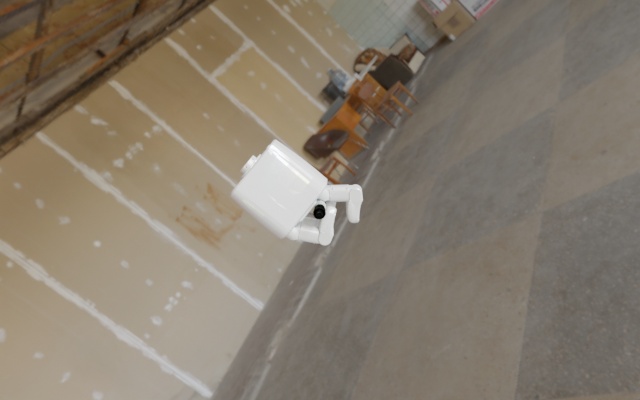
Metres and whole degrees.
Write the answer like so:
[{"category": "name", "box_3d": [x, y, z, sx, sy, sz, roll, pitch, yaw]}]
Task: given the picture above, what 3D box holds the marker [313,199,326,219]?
[{"category": "marker", "box_3d": [0.000, 0.002, 0.748, 0.020, 0.020, 0.121, 0, 18, 2]}]
